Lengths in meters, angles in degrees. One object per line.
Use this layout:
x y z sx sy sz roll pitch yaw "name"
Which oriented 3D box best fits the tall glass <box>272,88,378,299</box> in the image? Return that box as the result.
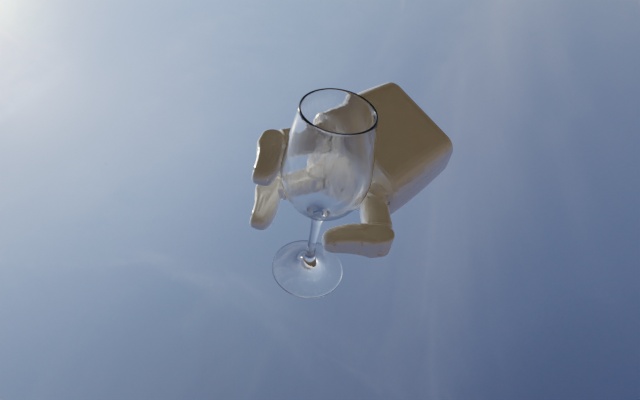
0.000 0.002 0.430 0.079 0.079 0.201 0 -44 -11 "tall glass"
